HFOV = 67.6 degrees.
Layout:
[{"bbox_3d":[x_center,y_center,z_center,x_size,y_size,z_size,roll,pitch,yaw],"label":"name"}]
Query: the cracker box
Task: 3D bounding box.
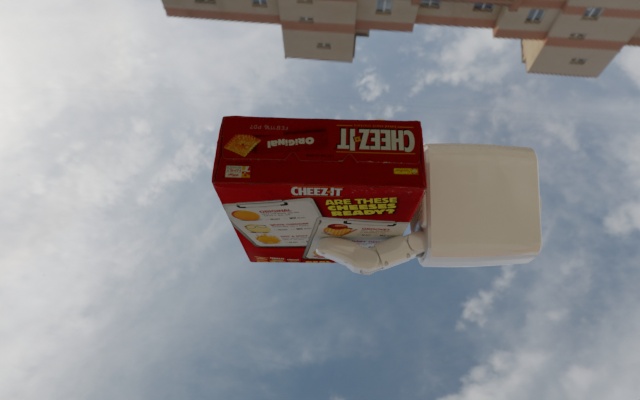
[{"bbox_3d":[0.000,0.002,0.465,0.164,0.072,0.214,1,-23,0],"label":"cracker box"}]
